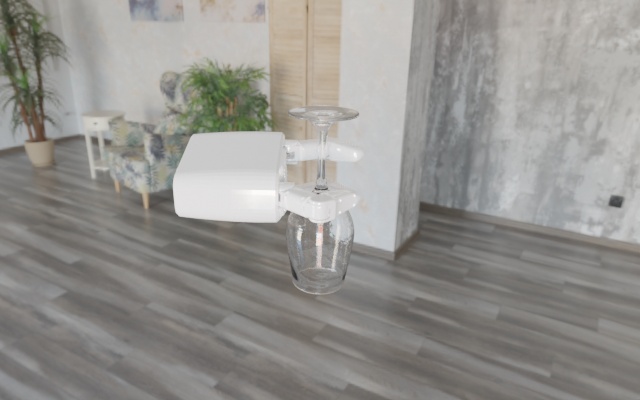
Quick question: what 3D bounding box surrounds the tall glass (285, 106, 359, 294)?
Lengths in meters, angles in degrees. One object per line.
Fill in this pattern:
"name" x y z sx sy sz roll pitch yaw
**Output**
"tall glass" 0.000 0.001 0.528 0.079 0.201 0.079 1 21 0
